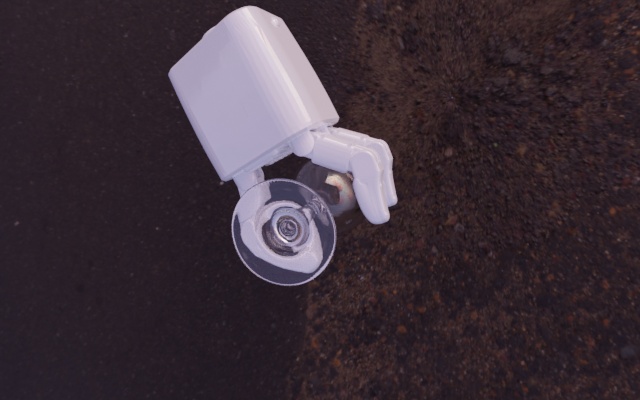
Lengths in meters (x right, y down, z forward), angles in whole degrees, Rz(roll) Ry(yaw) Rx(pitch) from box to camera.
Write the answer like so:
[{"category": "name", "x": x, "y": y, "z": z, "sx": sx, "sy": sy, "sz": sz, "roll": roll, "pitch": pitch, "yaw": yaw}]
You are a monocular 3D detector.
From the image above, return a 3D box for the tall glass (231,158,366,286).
[{"category": "tall glass", "x": 0.000, "y": 0.002, "z": 0.411, "sx": 0.079, "sy": 0.079, "sz": 0.201, "roll": 0, "pitch": 12, "yaw": 15}]
